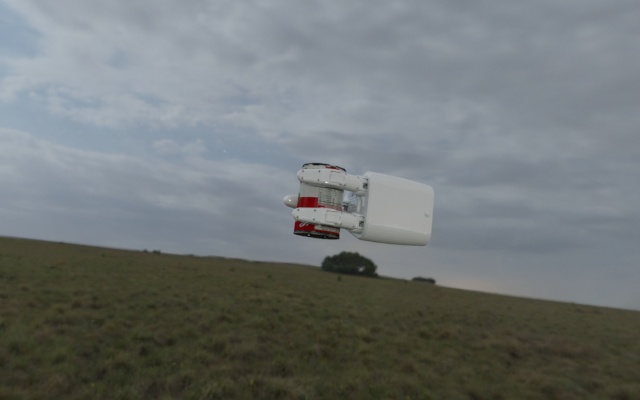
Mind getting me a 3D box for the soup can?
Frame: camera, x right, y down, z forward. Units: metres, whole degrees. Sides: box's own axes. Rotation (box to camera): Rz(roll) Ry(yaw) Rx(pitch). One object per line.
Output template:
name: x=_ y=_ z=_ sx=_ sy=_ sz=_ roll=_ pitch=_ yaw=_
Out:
soup can: x=0.000 y=0.002 z=0.696 sx=0.068 sy=0.102 sz=0.068 roll=7 pitch=-9 yaw=1
